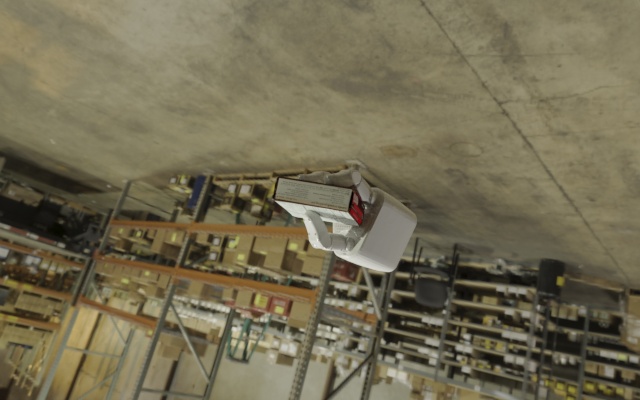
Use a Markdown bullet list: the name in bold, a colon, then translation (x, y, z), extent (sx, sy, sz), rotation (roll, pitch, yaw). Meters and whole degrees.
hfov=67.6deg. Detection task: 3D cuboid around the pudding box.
- **pudding box**: translation (0.000, 0.002, 0.671), extent (0.113, 0.039, 0.090), rotation (8, -14, 16)
